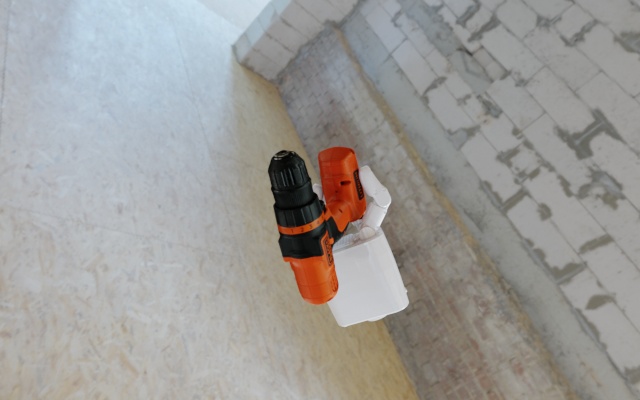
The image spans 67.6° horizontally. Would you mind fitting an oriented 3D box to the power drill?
[{"bbox_3d":[0.000,0.002,0.578,0.057,0.184,0.187,-2,26,22],"label":"power drill"}]
